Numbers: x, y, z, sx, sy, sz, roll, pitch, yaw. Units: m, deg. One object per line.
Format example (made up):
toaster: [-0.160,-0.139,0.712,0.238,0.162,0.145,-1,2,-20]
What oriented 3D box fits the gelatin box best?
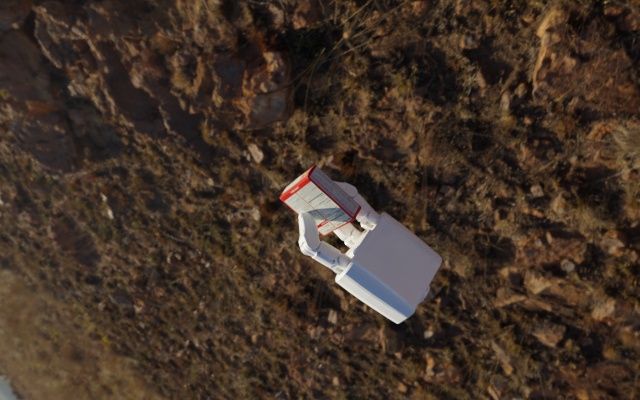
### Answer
gelatin box: [0.000,0.002,0.655,0.089,0.030,0.073,41,-40,-13]
